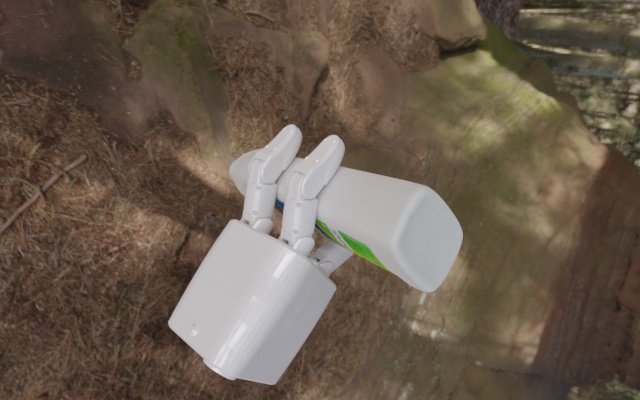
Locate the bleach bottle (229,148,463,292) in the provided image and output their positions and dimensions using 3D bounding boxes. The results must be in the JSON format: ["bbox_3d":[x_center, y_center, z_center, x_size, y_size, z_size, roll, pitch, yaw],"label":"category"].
[{"bbox_3d":[0.000,0.001,0.453,0.250,0.068,0.103,20,-17,44],"label":"bleach bottle"}]
